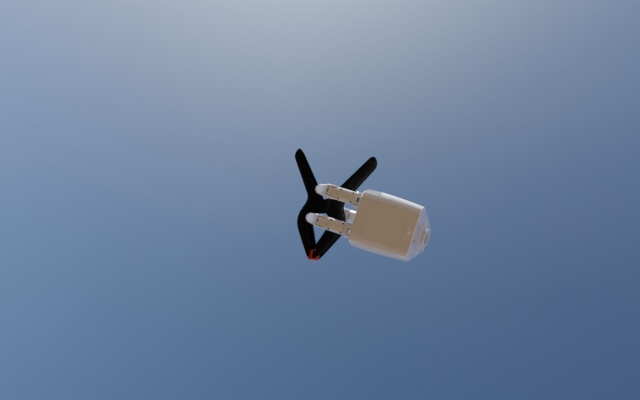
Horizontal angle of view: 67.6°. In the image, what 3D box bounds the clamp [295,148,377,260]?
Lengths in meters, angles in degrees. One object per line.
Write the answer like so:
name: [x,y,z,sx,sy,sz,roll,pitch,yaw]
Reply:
clamp: [0.001,0.004,0.880,0.164,0.210,0.036,17,-3,27]
